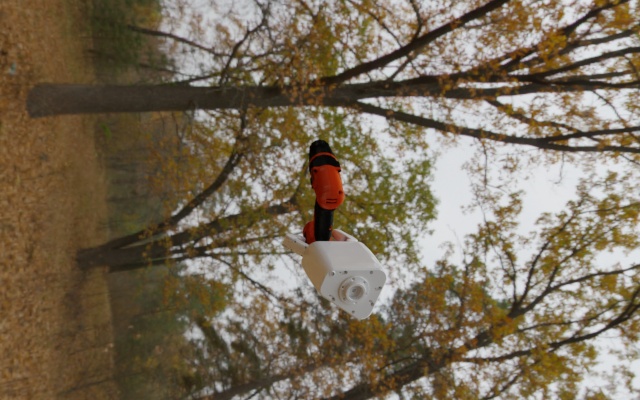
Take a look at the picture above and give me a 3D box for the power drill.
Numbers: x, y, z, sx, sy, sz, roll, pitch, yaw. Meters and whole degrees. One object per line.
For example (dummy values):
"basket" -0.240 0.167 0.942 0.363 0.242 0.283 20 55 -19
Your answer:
"power drill" 0.000 0.003 0.867 0.057 0.188 0.184 0 35 -6
